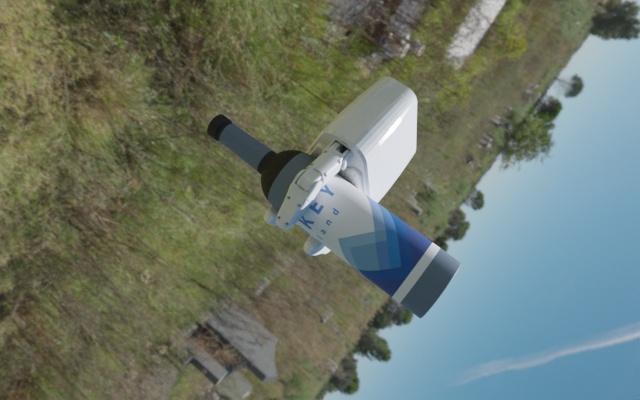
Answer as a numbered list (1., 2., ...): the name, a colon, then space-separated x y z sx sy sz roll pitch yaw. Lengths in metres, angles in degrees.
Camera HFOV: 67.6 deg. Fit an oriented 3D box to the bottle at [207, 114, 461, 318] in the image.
1. bottle: 0.000 0.002 0.491 0.295 0.069 0.069 36 9 13
